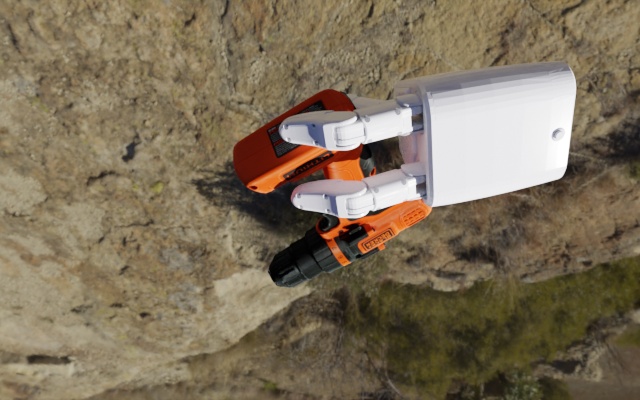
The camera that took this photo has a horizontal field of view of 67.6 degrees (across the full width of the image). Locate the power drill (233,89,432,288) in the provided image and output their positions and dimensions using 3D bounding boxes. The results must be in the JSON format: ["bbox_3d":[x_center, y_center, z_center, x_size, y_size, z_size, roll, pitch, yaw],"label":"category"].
[{"bbox_3d":[0.000,0.001,0.440,0.184,0.057,0.188,-31,-38,6],"label":"power drill"}]
